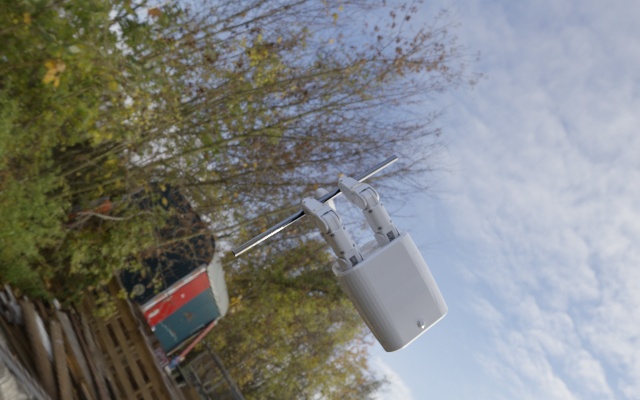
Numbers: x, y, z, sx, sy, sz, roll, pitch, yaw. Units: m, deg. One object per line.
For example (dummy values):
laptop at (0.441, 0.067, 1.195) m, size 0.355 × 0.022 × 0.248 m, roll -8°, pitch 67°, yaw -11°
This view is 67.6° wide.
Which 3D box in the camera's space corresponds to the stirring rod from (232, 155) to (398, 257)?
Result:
stirring rod at (0.000, 0.002, 0.576) m, size 0.239 × 0.011 × 0.011 m, roll -31°, pitch 12°, yaw -20°
